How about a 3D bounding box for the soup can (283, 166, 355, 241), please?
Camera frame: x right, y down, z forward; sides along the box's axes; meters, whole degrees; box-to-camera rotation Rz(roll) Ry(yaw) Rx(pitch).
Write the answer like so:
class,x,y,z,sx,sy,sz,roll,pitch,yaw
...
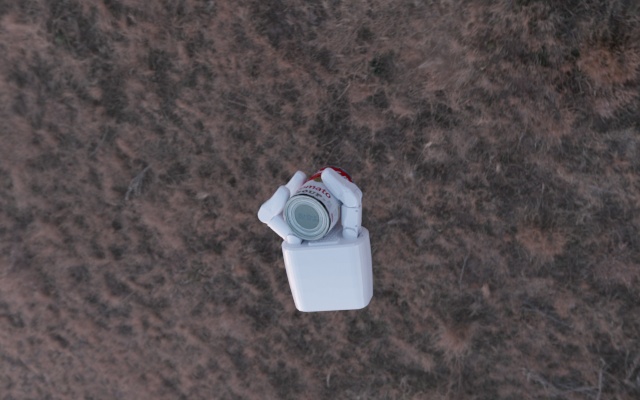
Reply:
class,x,y,z,sx,sy,sz,roll,pitch,yaw
soup can,0.000,0.002,0.648,0.068,0.068,0.102,0,24,25
